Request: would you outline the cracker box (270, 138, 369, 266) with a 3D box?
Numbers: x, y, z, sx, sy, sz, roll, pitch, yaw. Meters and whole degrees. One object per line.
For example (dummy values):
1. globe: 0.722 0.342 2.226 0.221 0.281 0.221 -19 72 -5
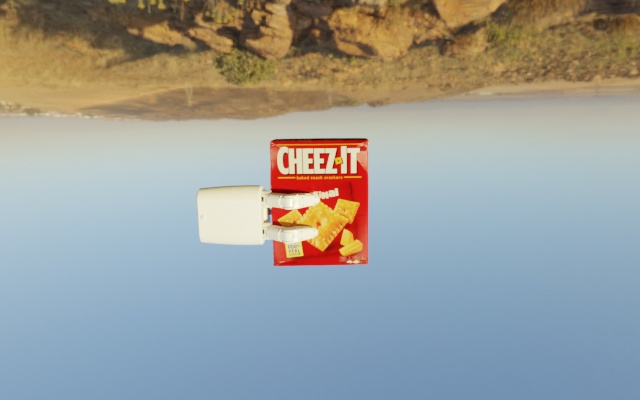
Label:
1. cracker box: 0.000 0.003 0.813 0.164 0.214 0.072 0 10 2
